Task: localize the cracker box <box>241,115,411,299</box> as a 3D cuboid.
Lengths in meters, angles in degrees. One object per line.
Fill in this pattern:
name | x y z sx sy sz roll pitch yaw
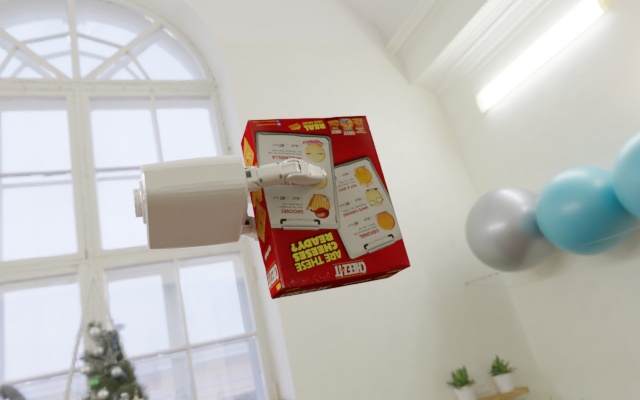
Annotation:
cracker box | 0.000 0.002 0.601 0.164 0.213 0.072 -6 -20 -21
